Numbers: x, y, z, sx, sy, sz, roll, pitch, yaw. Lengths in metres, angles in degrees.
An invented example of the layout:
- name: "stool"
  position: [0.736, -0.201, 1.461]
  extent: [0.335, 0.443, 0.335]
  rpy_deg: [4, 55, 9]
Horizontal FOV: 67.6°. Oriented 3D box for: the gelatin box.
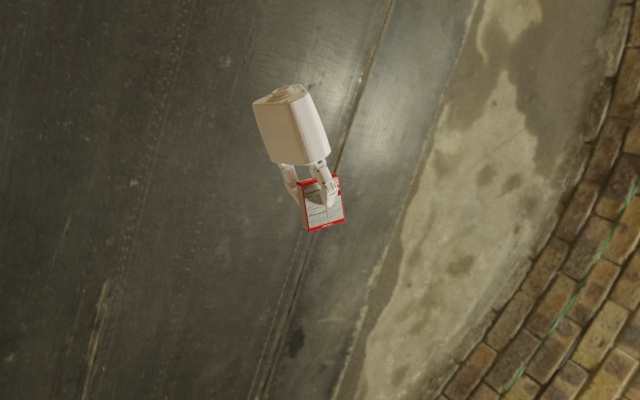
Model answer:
- name: "gelatin box"
  position: [0.000, 0.003, 0.836]
  extent: [0.073, 0.089, 0.030]
  rpy_deg: [-16, 18, -24]
